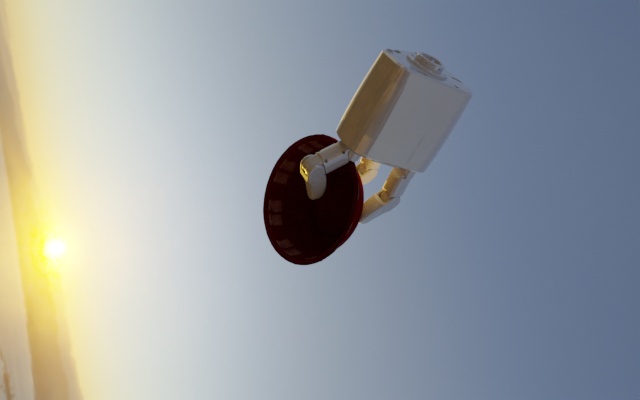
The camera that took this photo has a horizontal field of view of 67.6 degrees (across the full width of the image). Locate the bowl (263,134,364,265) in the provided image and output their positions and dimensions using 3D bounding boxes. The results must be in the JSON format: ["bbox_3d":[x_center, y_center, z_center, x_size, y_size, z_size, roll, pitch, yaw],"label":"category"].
[{"bbox_3d":[-0.001,0.003,0.599,0.162,0.162,0.055,0,-10,43],"label":"bowl"}]
